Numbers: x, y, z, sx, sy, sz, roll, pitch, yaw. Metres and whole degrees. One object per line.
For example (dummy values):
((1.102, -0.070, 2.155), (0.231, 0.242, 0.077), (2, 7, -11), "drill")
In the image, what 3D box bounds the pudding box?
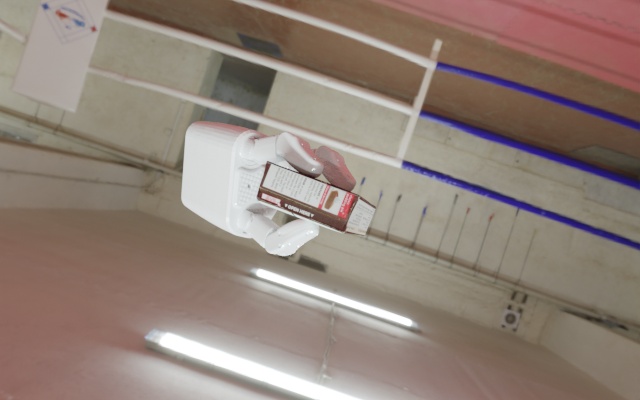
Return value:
((0.000, 0.002, 0.456), (0.090, 0.039, 0.113), (20, 1, 14), "pudding box")
